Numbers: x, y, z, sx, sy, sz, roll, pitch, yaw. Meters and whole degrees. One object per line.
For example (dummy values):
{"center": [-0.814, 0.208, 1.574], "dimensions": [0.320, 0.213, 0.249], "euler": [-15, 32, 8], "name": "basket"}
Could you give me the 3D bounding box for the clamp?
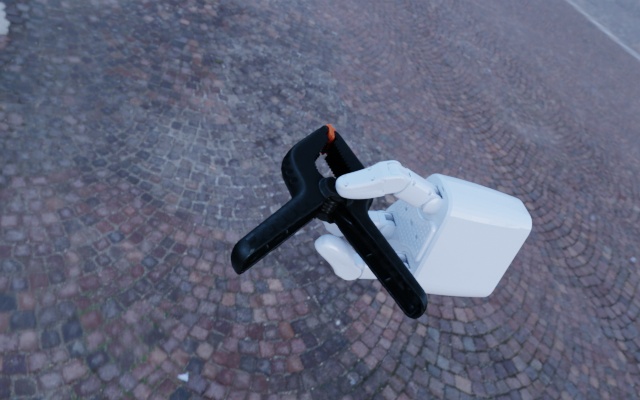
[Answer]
{"center": [0.001, 0.001, 0.424], "dimensions": [0.164, 0.209, 0.036], "euler": [14, -48, -24], "name": "clamp"}
